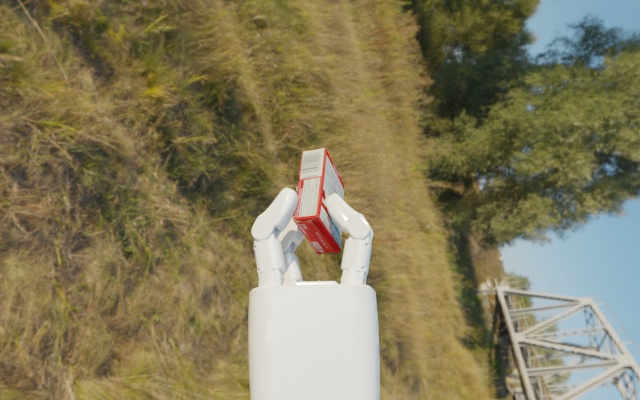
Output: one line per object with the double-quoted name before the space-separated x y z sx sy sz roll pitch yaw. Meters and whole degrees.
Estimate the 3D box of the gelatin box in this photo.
"gelatin box" 0.001 0.001 0.506 0.030 0.089 0.073 -6 -34 19
